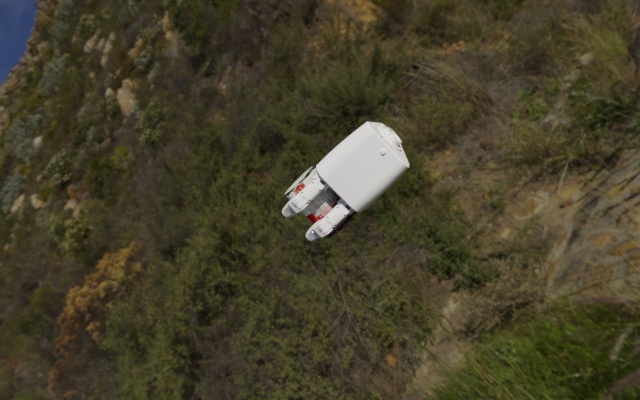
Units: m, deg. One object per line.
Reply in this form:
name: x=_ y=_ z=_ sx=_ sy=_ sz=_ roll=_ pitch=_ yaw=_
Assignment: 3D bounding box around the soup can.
soup can: x=0.000 y=0.003 z=0.781 sx=0.102 sy=0.068 sz=0.068 roll=45 pitch=-8 yaw=-8
